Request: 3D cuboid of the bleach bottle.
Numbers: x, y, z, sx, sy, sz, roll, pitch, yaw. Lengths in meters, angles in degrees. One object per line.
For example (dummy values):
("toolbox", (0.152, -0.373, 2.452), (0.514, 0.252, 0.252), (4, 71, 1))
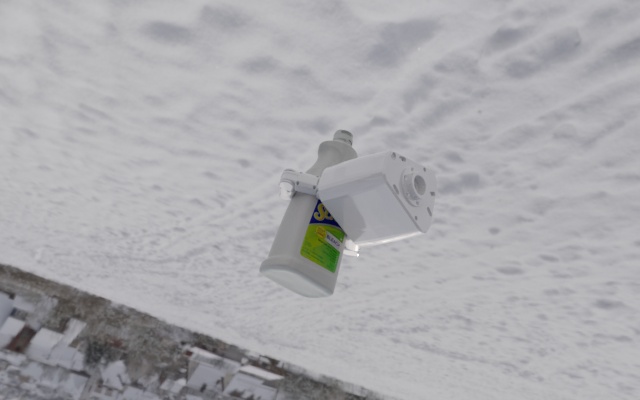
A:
("bleach bottle", (0.000, 0.002, 0.668), (0.068, 0.250, 0.103), (-16, -41, 44))
